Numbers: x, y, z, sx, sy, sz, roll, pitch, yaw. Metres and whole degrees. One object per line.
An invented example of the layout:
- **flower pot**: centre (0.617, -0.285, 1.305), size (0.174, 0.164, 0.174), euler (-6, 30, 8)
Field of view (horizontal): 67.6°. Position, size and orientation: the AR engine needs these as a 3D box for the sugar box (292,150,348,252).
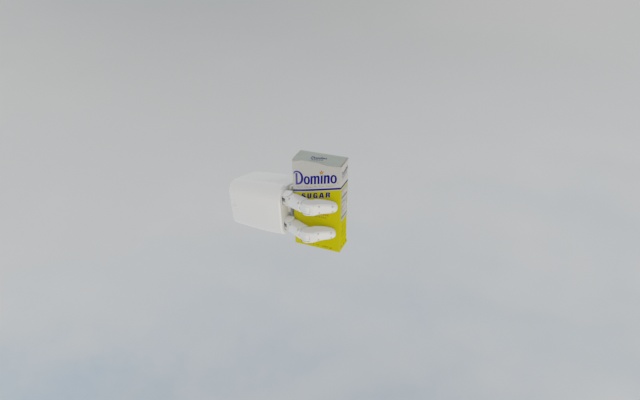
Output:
- **sugar box**: centre (0.000, 0.003, 0.854), size (0.093, 0.176, 0.048), euler (10, 35, 19)
